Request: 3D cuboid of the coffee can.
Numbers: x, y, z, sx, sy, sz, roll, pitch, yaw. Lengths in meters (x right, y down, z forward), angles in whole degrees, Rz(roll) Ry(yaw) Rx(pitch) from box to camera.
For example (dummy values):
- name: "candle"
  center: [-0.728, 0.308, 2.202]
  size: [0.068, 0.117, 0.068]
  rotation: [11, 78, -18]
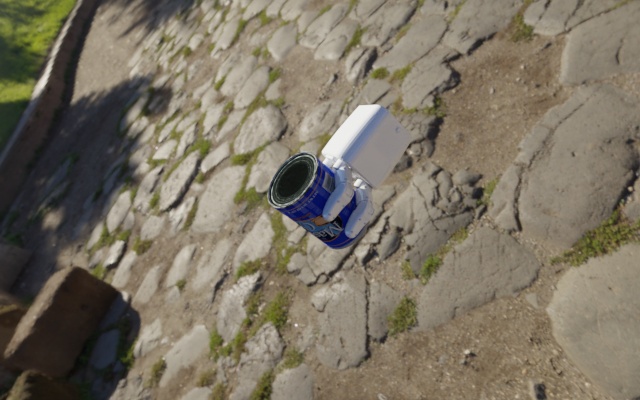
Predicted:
- name: "coffee can"
  center: [0.000, 0.003, 0.767]
  size: [0.103, 0.102, 0.140]
  rotation: [0, -30, 47]
